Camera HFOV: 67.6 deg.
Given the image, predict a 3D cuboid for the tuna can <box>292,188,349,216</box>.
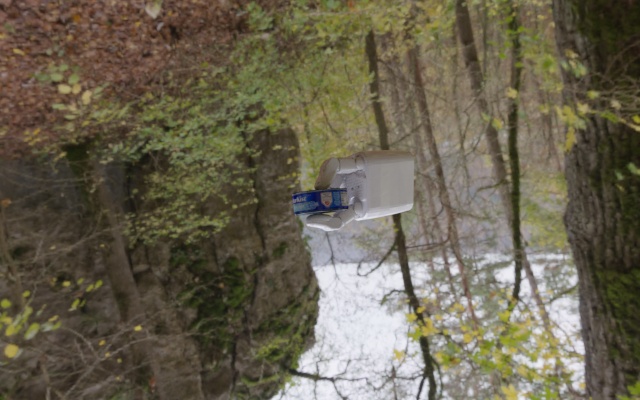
[{"bbox_3d":[0.000,0.003,0.734,0.086,0.034,0.086,-6,-3,0],"label":"tuna can"}]
